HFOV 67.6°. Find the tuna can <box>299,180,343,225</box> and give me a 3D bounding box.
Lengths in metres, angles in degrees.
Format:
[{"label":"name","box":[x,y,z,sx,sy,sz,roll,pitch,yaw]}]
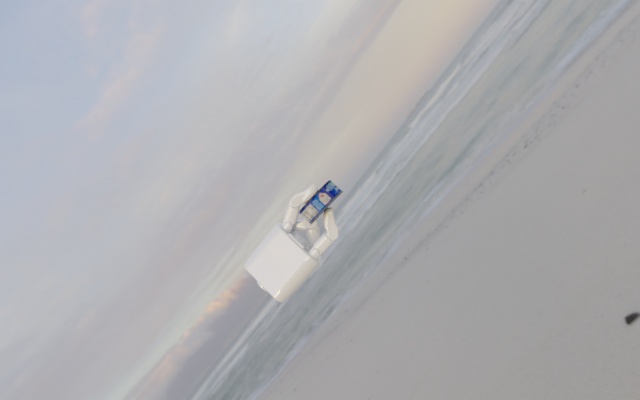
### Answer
[{"label":"tuna can","box":[0.000,0.002,0.882,0.034,0.086,0.086,44,1,1]}]
